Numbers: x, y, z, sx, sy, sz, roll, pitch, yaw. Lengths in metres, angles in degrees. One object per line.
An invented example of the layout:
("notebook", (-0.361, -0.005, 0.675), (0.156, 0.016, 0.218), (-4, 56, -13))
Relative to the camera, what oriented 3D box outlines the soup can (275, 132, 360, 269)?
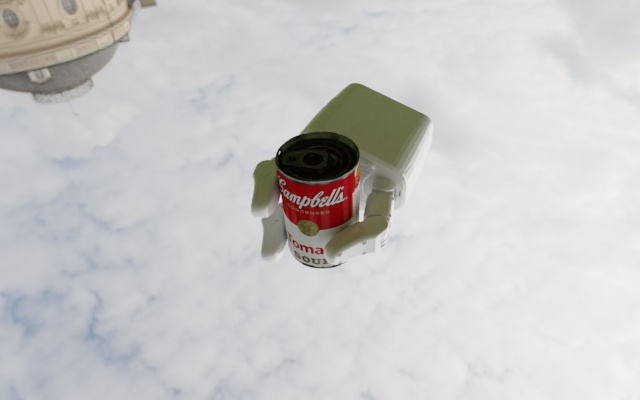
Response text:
("soup can", (0.000, 0.002, 0.413), (0.068, 0.102, 0.068), (-2, 42, 2))
